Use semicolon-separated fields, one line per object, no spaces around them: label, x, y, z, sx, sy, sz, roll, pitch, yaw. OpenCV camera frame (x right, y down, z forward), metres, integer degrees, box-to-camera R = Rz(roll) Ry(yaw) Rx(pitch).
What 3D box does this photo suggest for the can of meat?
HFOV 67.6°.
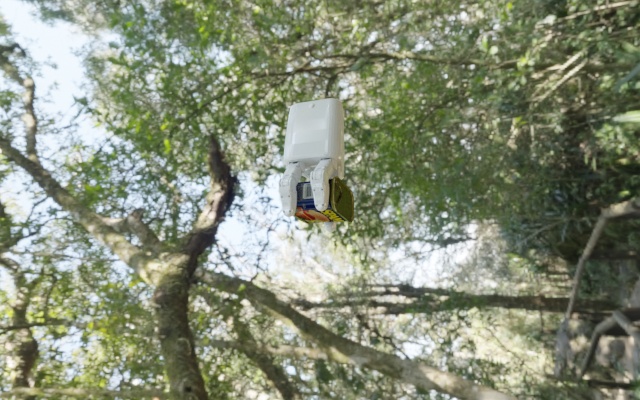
can of meat;0.000;0.003;0.777;0.084;0.057;0.102;-4;-18;21
